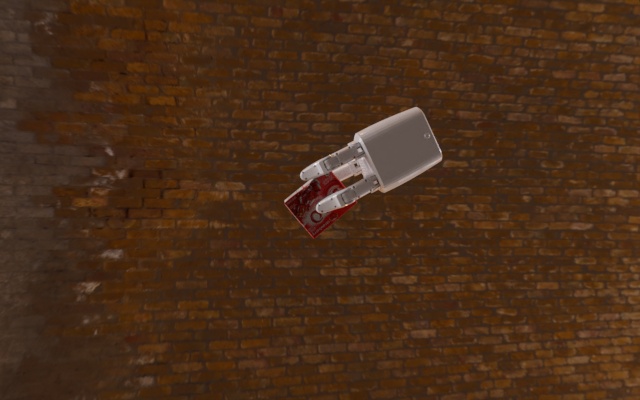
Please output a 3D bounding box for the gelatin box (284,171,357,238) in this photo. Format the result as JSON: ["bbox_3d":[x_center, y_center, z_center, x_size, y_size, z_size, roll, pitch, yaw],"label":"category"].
[{"bbox_3d":[0.000,0.003,0.740,0.089,0.073,0.030,-39,8,2],"label":"gelatin box"}]
